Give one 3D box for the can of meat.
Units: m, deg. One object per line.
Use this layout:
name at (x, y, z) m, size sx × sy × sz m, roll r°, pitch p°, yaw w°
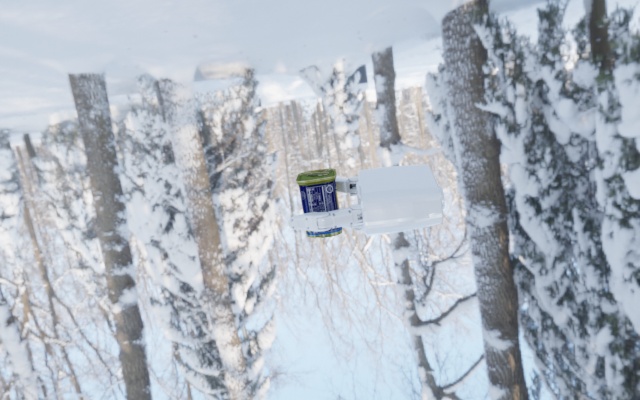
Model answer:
can of meat at (0.000, 0.003, 0.696) m, size 0.057 × 0.084 × 0.102 m, roll -8°, pitch 11°, yaw 2°
